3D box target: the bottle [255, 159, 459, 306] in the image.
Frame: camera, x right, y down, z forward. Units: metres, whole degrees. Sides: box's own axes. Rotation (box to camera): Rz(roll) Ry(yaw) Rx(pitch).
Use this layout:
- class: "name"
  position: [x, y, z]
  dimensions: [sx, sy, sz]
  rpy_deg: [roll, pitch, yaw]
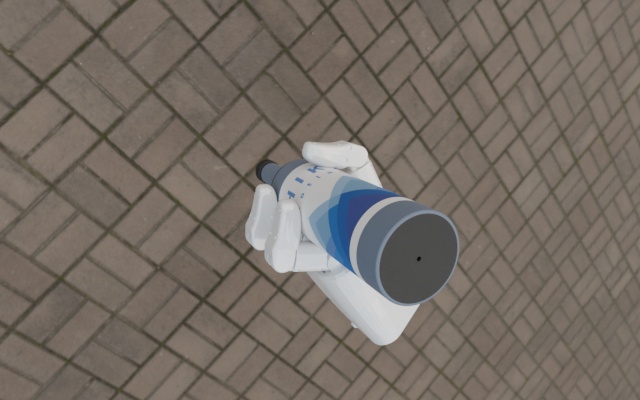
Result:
- class: "bottle"
  position: [0.000, 0.001, 0.434]
  dimensions: [0.069, 0.069, 0.295]
  rpy_deg: [0, 14, -27]
